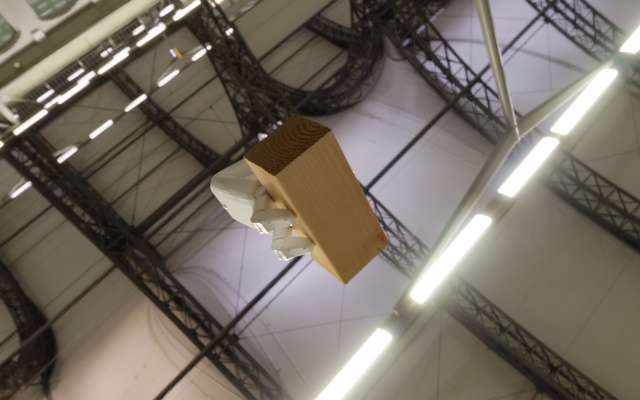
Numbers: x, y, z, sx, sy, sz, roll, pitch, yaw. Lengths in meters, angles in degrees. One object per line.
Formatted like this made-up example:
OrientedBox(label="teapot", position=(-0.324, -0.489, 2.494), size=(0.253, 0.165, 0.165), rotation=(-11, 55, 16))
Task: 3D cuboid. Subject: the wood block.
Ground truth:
OrientedBox(label="wood block", position=(0.000, 0.002, 0.634), size=(0.091, 0.206, 0.090), rotation=(-42, 38, -14))
